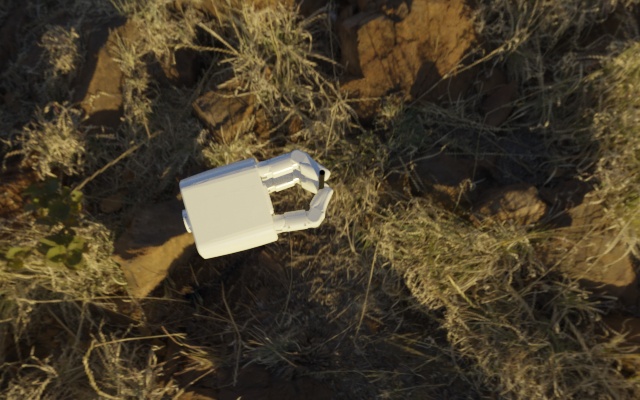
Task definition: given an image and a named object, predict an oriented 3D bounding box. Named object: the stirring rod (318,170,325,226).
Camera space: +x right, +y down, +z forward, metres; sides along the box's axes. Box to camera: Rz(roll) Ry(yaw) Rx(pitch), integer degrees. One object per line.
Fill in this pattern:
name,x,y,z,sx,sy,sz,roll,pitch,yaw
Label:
stirring rod,0.000,0.002,0.730,0.011,0.011,0.240,0,-19,-1
